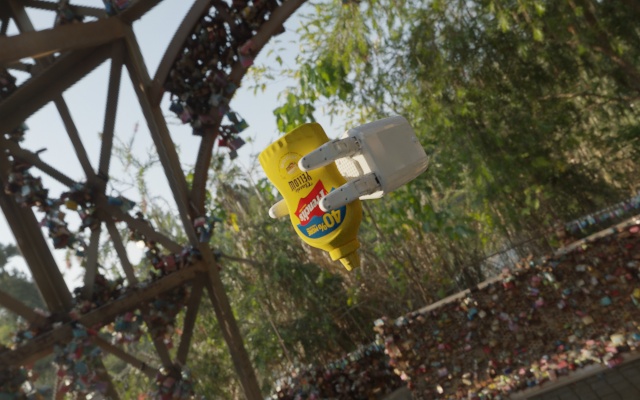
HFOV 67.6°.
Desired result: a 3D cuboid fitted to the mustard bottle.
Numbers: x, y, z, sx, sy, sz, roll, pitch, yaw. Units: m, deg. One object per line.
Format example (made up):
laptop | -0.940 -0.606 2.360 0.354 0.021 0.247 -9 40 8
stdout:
mustard bottle | 0.000 0.002 0.622 0.096 0.191 0.058 -29 -4 26
